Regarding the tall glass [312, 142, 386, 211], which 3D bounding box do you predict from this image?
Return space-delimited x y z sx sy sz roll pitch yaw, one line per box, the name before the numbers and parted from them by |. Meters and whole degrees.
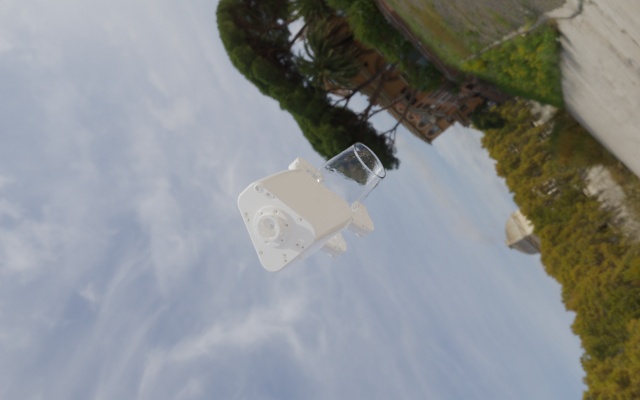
tall glass | 0.000 0.003 0.692 0.201 0.079 0.079 -40 -20 26
